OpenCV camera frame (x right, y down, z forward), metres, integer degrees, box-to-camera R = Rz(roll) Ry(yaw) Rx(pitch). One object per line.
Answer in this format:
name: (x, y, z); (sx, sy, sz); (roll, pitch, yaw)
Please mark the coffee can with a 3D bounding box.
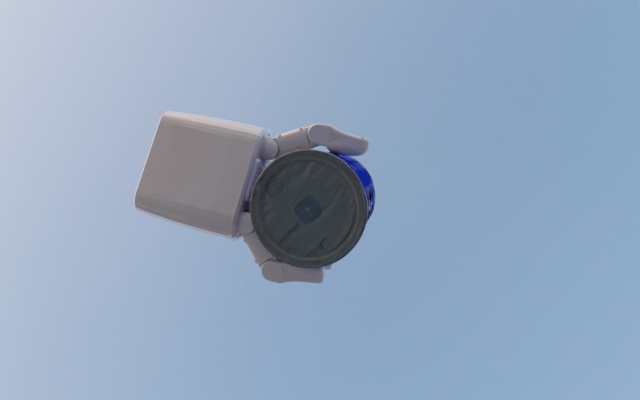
coffee can: (0.000, 0.002, 0.474); (0.103, 0.103, 0.140); (0, 5, 9)
